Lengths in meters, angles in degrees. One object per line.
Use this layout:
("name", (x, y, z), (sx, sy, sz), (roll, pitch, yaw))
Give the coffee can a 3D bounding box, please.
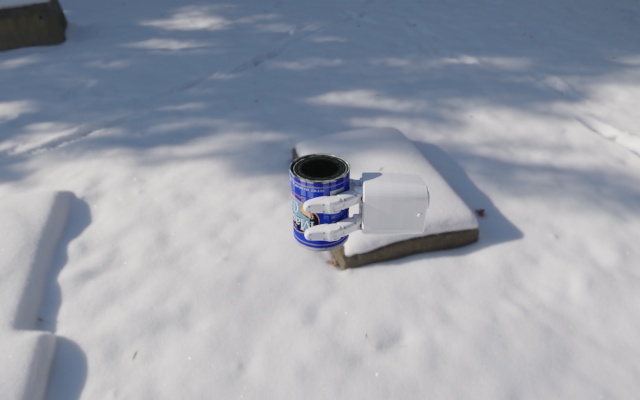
("coffee can", (0.000, 0.003, 0.833), (0.103, 0.140, 0.102), (-1, 32, 1))
